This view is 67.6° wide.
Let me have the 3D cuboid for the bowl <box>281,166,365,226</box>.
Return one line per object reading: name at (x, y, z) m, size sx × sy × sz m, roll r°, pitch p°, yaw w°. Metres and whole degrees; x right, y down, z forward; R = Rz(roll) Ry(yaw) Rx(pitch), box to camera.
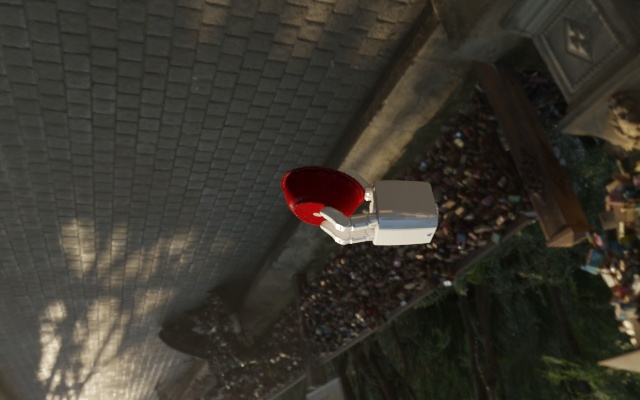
bowl at (-0.001, 0.003, 0.889) m, size 0.162 × 0.055 × 0.162 m, roll 9°, pitch -29°, yaw 5°
